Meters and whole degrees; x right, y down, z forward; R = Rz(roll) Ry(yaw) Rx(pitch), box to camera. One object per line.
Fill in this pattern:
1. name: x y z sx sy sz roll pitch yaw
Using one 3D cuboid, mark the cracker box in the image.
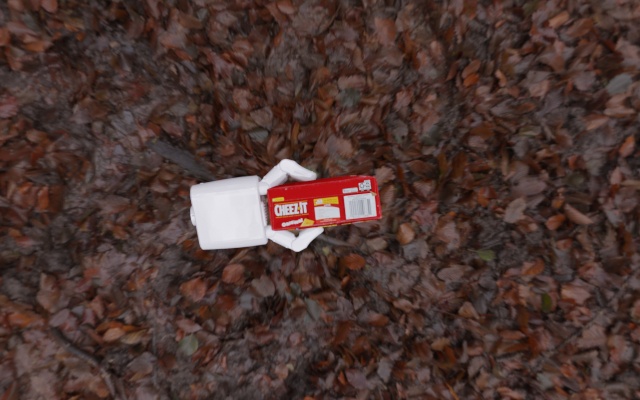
1. cracker box: 0.000 0.003 0.793 0.164 0.072 0.213 -7 1 -3
